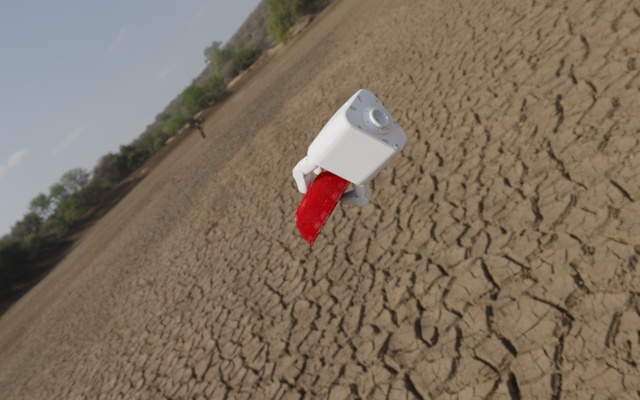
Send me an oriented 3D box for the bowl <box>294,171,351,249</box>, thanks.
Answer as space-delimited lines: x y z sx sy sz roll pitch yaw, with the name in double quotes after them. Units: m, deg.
-0.001 0.003 0.842 0.055 0.162 0.162 31 1 2 "bowl"
